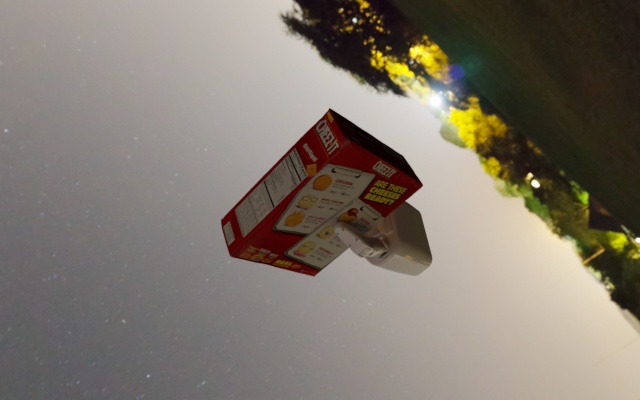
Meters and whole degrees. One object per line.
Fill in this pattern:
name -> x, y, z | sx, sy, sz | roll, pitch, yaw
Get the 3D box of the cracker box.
cracker box -> 0.000, 0.002, 0.624 | 0.214, 0.072, 0.164 | -43, -40, 22
